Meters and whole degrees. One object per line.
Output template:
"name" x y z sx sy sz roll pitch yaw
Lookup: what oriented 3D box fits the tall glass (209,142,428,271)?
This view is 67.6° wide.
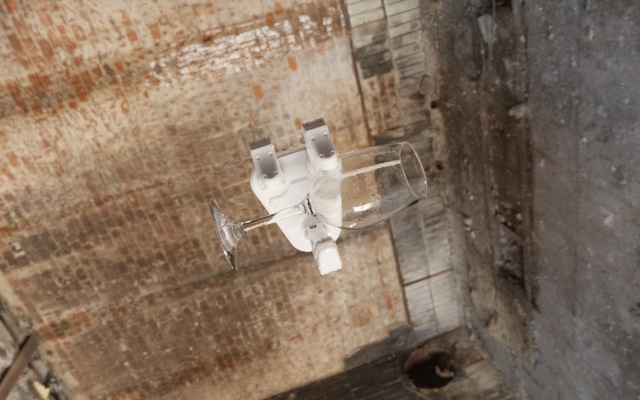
"tall glass" -0.001 0.002 0.469 0.201 0.079 0.079 -18 2 -5
